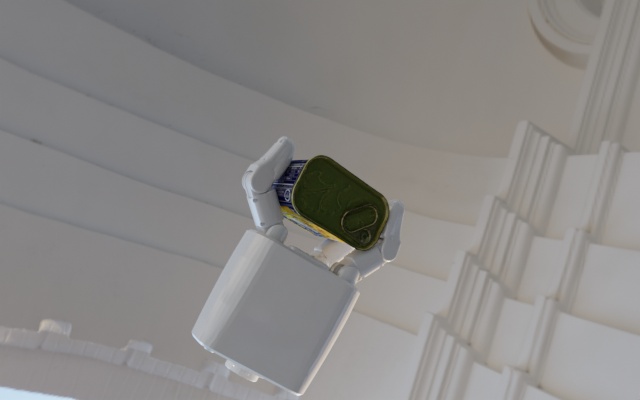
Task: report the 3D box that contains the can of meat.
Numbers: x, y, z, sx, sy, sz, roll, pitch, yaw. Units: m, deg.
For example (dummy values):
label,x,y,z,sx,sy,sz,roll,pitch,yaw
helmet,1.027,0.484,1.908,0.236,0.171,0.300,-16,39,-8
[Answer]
label,x,y,z,sx,sy,sz,roll,pitch,yaw
can of meat,0.000,0.001,0.458,0.102,0.057,0.084,32,-13,-28
